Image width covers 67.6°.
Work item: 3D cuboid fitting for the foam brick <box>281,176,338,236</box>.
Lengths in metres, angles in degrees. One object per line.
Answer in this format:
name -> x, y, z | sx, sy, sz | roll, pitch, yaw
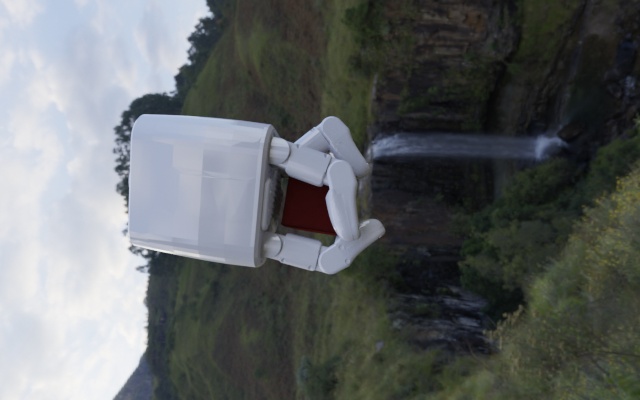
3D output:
foam brick -> 0.000, 0.001, 0.412 | 0.051, 0.053, 0.078 | 8, -6, 4
